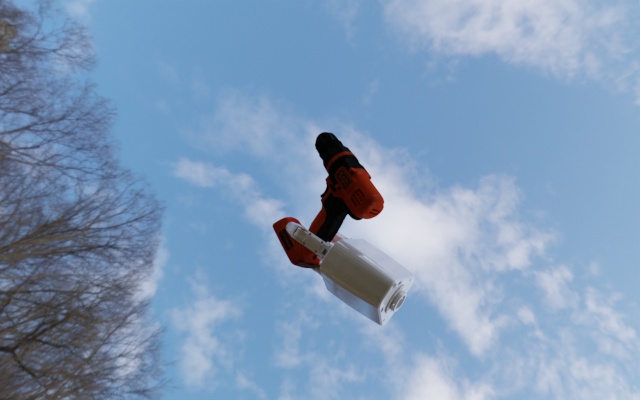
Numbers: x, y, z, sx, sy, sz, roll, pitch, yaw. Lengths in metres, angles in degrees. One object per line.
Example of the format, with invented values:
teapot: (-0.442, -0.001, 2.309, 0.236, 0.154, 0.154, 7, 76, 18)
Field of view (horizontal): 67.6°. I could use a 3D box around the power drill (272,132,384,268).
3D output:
power drill: (0.000, 0.003, 0.772, 0.057, 0.188, 0.184, 15, 33, -42)
